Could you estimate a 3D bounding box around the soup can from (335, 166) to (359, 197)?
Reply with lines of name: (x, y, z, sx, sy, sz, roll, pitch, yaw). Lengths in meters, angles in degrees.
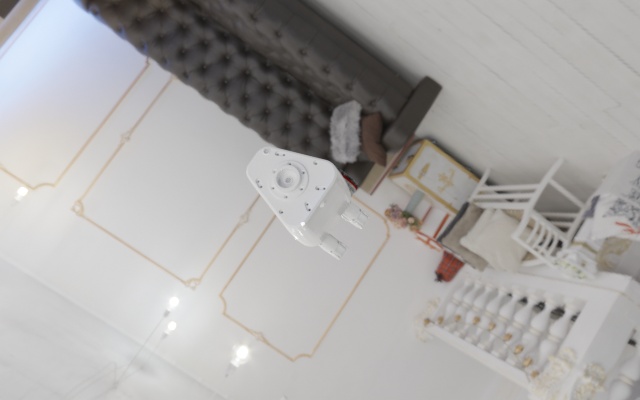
soup can: (0.000, 0.003, 0.698, 0.068, 0.102, 0.068, 34, -7, 5)
